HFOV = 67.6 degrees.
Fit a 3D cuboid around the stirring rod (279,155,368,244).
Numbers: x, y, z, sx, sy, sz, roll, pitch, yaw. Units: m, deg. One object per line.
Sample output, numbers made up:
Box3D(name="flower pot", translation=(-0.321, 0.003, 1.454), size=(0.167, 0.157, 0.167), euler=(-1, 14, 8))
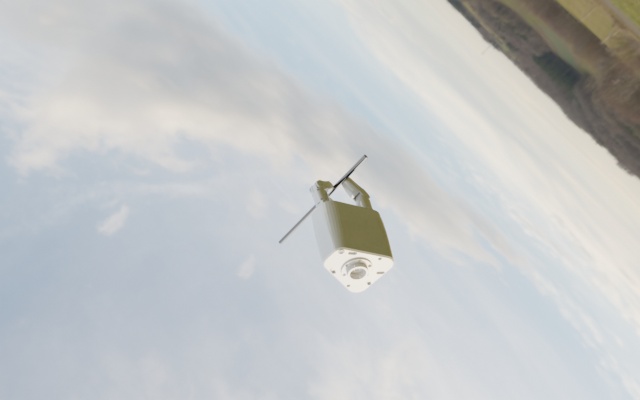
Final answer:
Box3D(name="stirring rod", translation=(0.000, 0.003, 0.857), size=(0.239, 0.011, 0.011), euler=(-45, -23, 25))
